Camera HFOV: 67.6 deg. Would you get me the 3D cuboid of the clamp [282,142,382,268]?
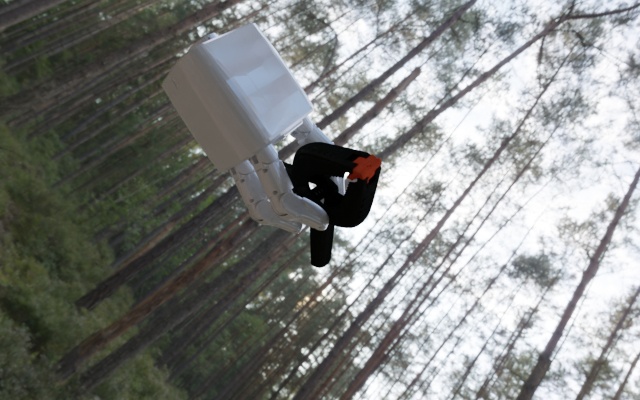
[{"bbox_3d":[0.001,0.001,0.497,0.036,0.164,0.210,-41,14,-29],"label":"clamp"}]
